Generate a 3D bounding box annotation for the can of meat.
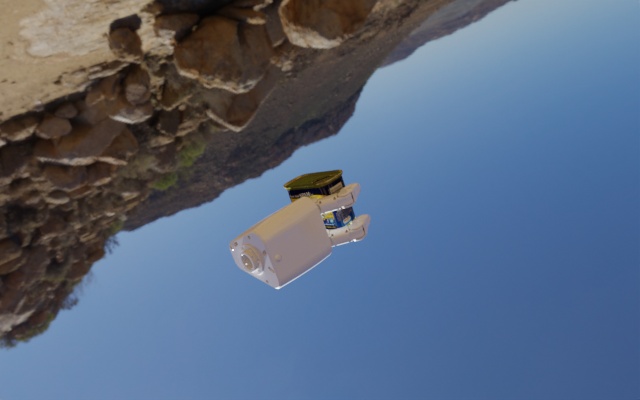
[{"bbox_3d":[0.000,0.003,0.760,0.102,0.084,0.057,-4,22,44],"label":"can of meat"}]
